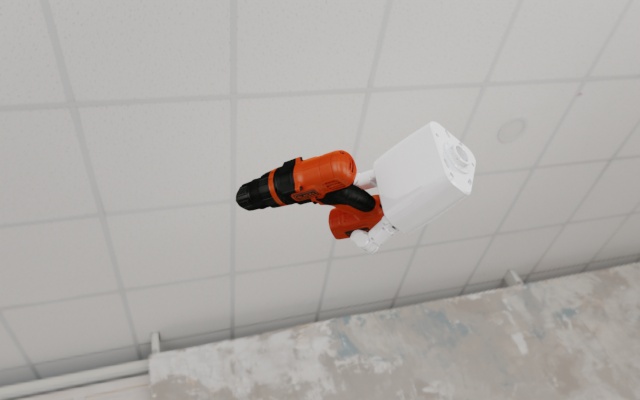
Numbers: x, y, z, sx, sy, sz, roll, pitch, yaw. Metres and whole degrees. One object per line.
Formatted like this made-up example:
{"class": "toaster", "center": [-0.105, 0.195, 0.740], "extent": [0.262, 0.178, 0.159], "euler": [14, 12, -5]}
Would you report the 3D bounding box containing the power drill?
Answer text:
{"class": "power drill", "center": [0.001, 0.002, 0.676], "extent": [0.184, 0.057, 0.188], "euler": [-14, -26, 32]}
